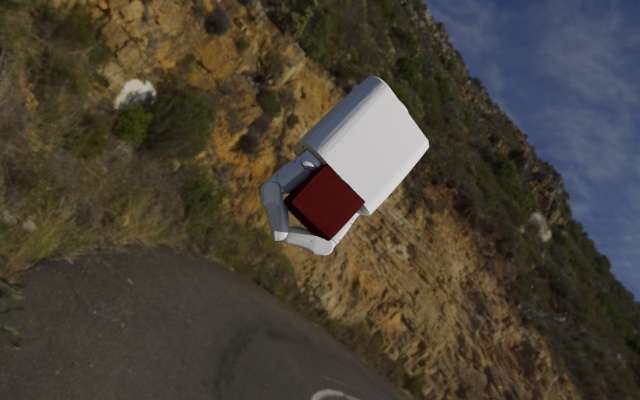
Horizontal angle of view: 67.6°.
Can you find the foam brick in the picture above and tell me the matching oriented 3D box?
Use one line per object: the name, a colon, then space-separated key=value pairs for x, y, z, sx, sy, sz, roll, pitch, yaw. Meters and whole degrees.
foam brick: x=0.000 y=0.002 z=0.468 sx=0.051 sy=0.053 sz=0.078 roll=-45 pitch=8 yaw=-8
